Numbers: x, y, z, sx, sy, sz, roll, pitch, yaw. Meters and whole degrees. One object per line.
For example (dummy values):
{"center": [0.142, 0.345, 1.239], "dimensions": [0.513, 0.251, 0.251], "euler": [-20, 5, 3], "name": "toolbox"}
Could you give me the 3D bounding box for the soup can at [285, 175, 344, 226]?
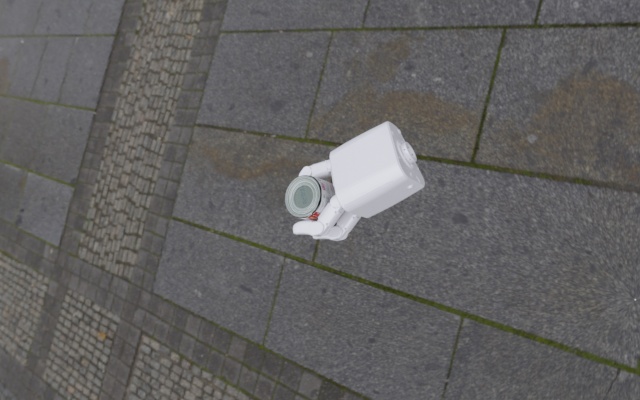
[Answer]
{"center": [0.000, 0.003, 0.757], "dimensions": [0.068, 0.068, 0.102], "euler": [0, -10, 33], "name": "soup can"}
